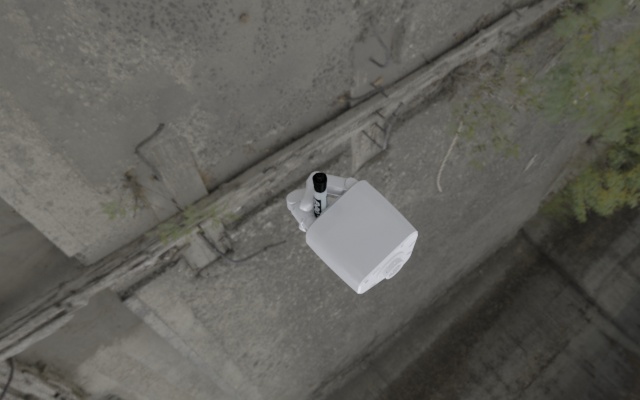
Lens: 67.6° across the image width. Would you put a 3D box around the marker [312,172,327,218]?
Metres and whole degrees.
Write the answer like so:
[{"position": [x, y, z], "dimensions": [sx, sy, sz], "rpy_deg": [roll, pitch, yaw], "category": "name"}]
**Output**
[{"position": [0.000, 0.002, 0.634], "dimensions": [0.020, 0.020, 0.121], "rpy_deg": [0, -33, 1], "category": "marker"}]
